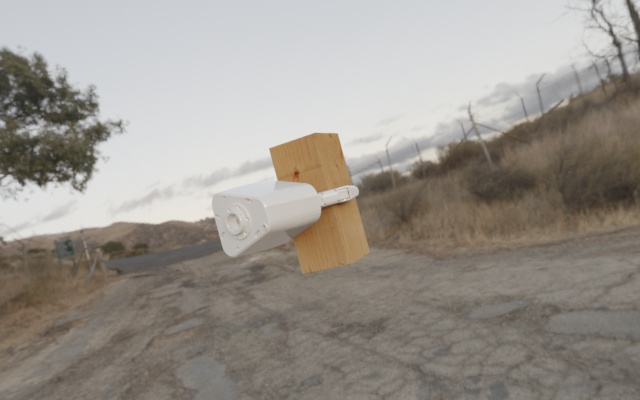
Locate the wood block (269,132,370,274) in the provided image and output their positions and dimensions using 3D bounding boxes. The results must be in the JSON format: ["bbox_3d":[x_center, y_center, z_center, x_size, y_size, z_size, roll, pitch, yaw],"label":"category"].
[{"bbox_3d":[0.000,0.002,0.772,0.091,0.206,0.090,-15,0,26],"label":"wood block"}]
